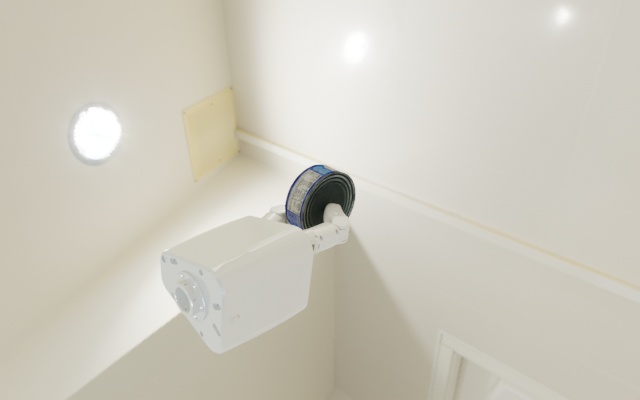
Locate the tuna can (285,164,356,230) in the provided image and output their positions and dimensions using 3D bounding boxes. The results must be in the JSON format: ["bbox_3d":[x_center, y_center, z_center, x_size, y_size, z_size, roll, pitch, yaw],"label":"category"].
[{"bbox_3d":[0.000,0.002,0.559,0.033,0.086,0.086,28,18,39],"label":"tuna can"}]
